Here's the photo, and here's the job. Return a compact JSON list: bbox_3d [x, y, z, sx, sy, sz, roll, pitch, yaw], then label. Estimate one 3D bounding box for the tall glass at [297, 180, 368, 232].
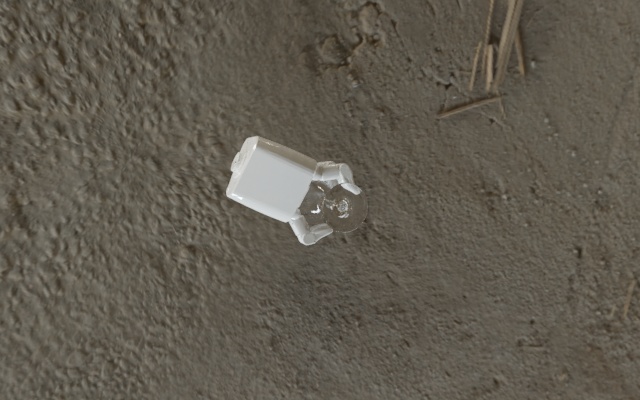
[{"bbox_3d":[0.000,0.003,0.798,0.079,0.079,0.201,0,4,-21],"label":"tall glass"}]
